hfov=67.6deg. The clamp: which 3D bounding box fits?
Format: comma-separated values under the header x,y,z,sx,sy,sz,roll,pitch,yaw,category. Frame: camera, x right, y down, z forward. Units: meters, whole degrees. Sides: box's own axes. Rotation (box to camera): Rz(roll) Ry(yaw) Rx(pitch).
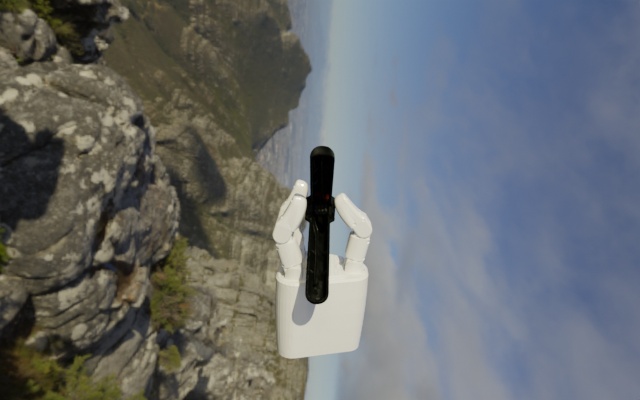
x,y,z,sx,sy,sz,roll,pitch,yaw,category
0.001,0.002,0.567,0.036,0.165,0.210,3,18,0,clamp
